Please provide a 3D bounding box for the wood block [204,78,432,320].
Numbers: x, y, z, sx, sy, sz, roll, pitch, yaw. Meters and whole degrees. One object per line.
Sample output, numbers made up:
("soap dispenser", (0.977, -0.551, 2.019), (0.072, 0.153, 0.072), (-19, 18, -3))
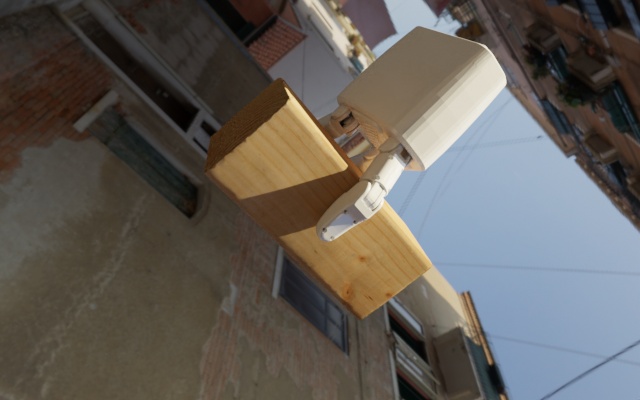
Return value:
("wood block", (0.001, 0.001, 0.441), (0.090, 0.206, 0.090), (-39, 25, 9))
